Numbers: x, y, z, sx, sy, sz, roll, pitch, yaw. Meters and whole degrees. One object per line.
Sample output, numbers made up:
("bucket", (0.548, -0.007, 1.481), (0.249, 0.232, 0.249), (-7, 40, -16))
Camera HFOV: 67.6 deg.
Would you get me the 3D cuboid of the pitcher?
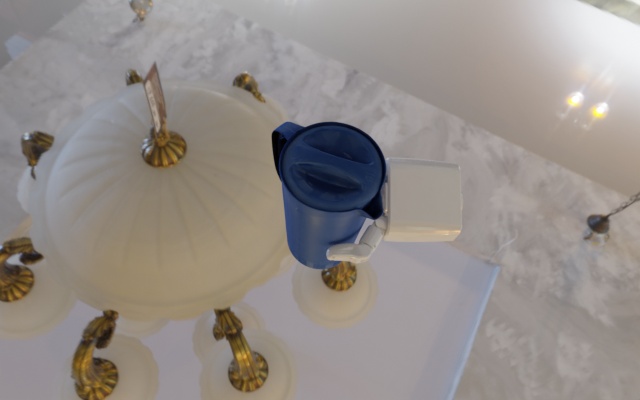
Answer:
("pitcher", (0.000, 0.002, 0.690), (0.145, 0.149, 0.243), (2, -28, -4))
